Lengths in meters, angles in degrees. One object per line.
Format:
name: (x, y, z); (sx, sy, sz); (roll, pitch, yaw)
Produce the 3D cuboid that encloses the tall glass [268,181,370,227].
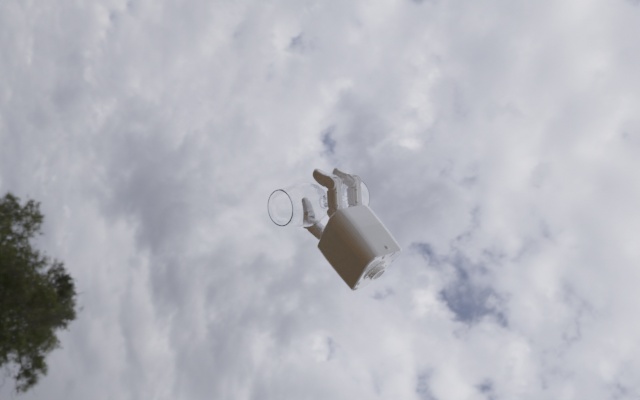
tall glass: (0.000, 0.003, 0.858); (0.079, 0.079, 0.201); (0, 5, 43)
